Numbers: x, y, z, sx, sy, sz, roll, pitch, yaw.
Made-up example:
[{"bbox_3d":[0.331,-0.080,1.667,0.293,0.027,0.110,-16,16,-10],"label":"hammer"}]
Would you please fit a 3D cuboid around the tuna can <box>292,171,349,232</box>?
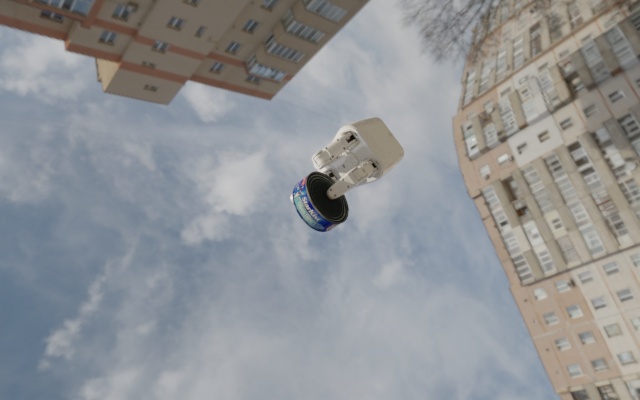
[{"bbox_3d":[0.000,0.003,0.698,0.034,0.086,0.086,-34,-20,33],"label":"tuna can"}]
